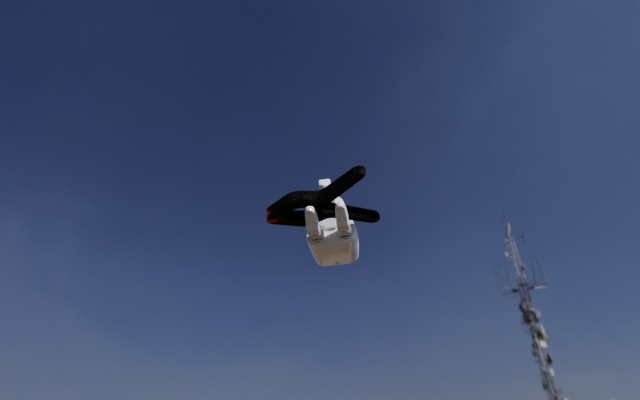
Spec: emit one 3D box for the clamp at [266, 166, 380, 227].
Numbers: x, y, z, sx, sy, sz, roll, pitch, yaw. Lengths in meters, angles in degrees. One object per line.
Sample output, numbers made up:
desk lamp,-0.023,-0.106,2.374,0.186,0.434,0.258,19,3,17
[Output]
clamp,0.000,0.002,0.865,0.210,0.036,0.165,-7,-36,5
